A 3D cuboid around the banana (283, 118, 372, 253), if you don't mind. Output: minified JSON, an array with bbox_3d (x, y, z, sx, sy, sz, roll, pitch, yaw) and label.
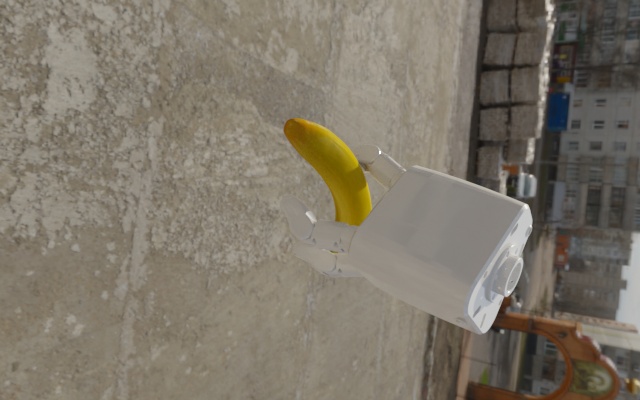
[{"bbox_3d":[0.016,-0.005,0.468,0.069,0.198,0.037,-29,44,-18],"label":"banana"}]
